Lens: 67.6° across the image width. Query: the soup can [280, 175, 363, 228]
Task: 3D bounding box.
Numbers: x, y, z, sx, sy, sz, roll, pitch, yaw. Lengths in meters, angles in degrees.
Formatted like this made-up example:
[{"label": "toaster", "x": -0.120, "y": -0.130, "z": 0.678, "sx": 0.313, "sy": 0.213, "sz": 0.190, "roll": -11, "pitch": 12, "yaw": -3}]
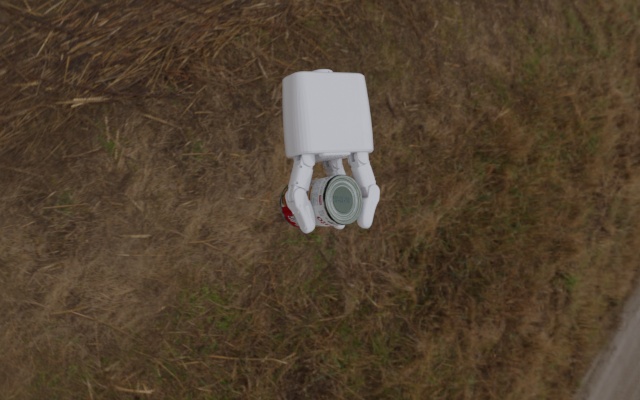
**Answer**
[{"label": "soup can", "x": 0.000, "y": 0.003, "z": 0.653, "sx": 0.068, "sy": 0.068, "sz": 0.102, "roll": 0, "pitch": -4, "yaw": -38}]
